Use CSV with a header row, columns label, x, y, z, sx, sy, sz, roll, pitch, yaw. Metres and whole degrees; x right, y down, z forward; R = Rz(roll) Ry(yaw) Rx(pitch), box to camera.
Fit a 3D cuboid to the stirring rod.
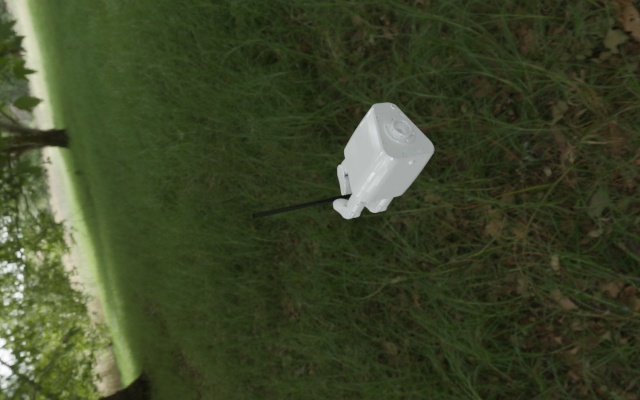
label,x,y,z,sx,sy,sz,roll,pitch,yaw
stirring rod,0.000,0.003,0.797,0.239,0.011,0.011,-12,6,-28
